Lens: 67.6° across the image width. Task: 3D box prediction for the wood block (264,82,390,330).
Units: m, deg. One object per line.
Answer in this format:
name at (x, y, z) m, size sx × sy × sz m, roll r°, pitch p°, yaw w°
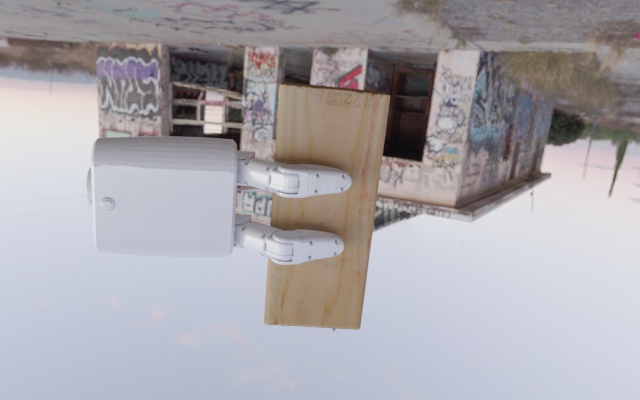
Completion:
wood block at (0.000, 0.001, 0.438) m, size 0.090 × 0.206 × 0.090 m, roll 4°, pitch 15°, yaw -5°
